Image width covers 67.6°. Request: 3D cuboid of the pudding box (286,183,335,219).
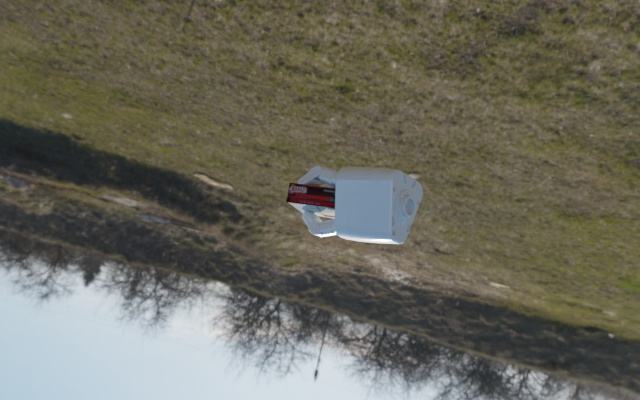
[{"bbox_3d":[0.000,0.003,0.826,0.090,0.039,0.113,9,-12,15],"label":"pudding box"}]
